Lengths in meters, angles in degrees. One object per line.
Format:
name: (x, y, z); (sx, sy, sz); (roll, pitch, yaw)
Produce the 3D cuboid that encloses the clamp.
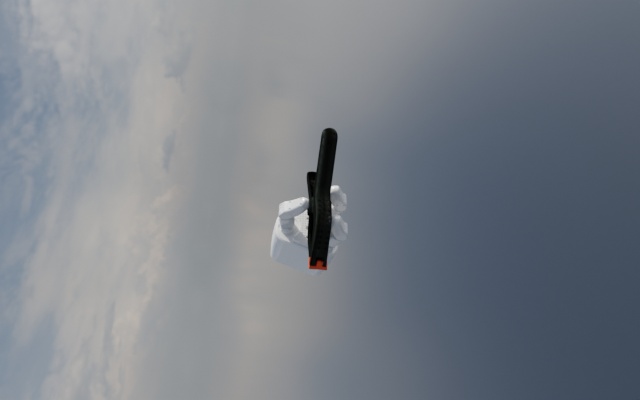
clamp: (-0.001, 0.003, 0.750); (0.036, 0.209, 0.165); (5, -30, -8)
